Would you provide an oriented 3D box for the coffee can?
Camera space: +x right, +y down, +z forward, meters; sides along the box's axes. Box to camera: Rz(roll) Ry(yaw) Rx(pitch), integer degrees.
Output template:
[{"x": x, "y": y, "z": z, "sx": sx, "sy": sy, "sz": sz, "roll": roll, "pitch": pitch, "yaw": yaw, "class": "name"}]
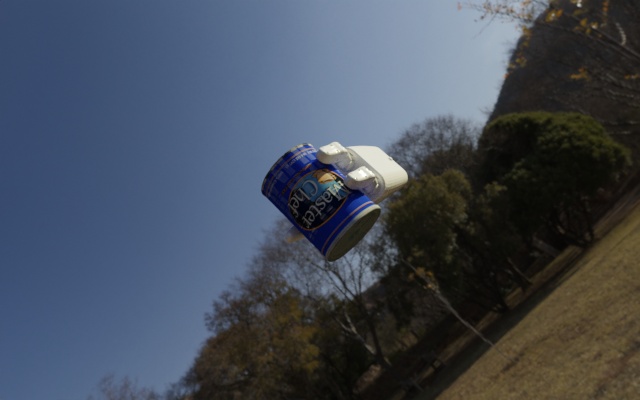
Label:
[{"x": 0.000, "y": 0.002, "z": 0.676, "sx": 0.140, "sy": 0.103, "sz": 0.103, "roll": 44, "pitch": 16, "yaw": 18, "class": "coffee can"}]
